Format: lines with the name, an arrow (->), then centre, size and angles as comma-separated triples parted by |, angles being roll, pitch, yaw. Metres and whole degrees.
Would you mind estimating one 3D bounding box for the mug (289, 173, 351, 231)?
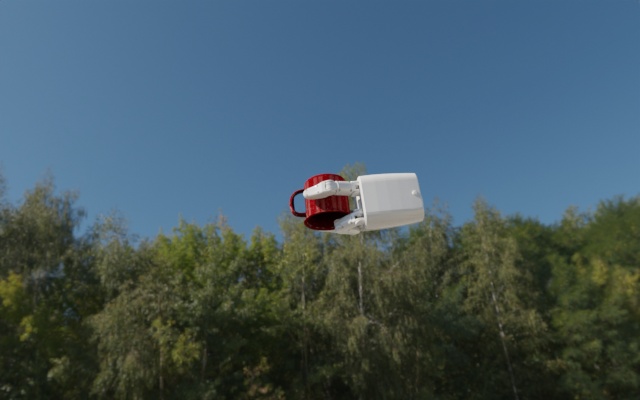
mug -> -0.001, 0.003, 0.897 | 0.117, 0.081, 0.093 | -4, -25, -4
